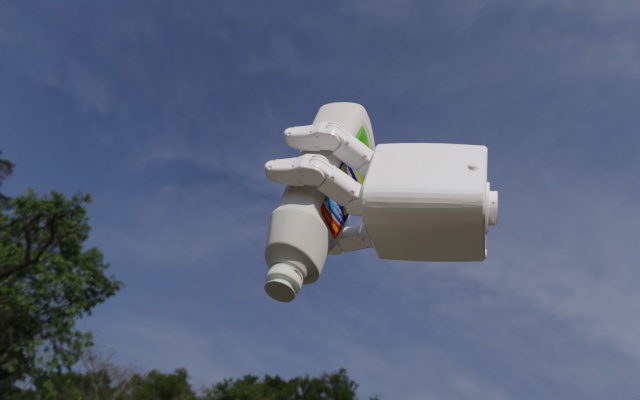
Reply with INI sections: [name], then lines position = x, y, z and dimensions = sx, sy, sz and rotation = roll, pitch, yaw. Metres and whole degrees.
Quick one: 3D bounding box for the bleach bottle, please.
[bleach bottle]
position = 0.000, 0.002, 0.496
dimensions = 0.068, 0.103, 0.250
rotation = 2, 42, 19
